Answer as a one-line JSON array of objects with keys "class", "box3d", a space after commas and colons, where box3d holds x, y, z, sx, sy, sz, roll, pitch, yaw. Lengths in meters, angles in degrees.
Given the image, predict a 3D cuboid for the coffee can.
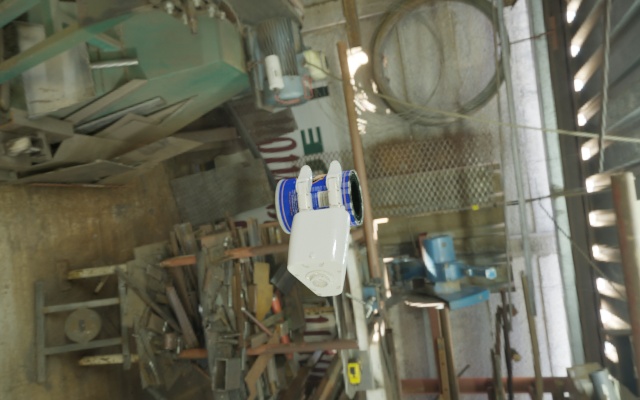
[{"class": "coffee can", "box3d": [0.000, 0.003, 0.882, 0.140, 0.103, 0.103, -8, -2, 16]}]
